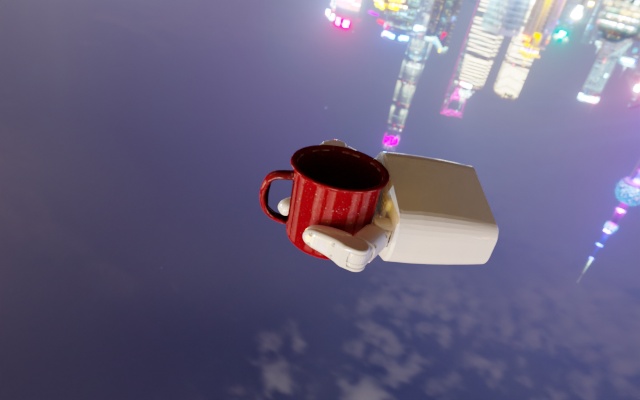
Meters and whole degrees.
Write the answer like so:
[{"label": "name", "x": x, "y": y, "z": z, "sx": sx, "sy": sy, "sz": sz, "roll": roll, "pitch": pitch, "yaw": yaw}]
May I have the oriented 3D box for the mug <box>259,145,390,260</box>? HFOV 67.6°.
[{"label": "mug", "x": -0.001, "y": 0.002, "z": 0.458, "sx": 0.117, "sy": 0.081, "sz": 0.093, "roll": 5, "pitch": 30, "yaw": -11}]
